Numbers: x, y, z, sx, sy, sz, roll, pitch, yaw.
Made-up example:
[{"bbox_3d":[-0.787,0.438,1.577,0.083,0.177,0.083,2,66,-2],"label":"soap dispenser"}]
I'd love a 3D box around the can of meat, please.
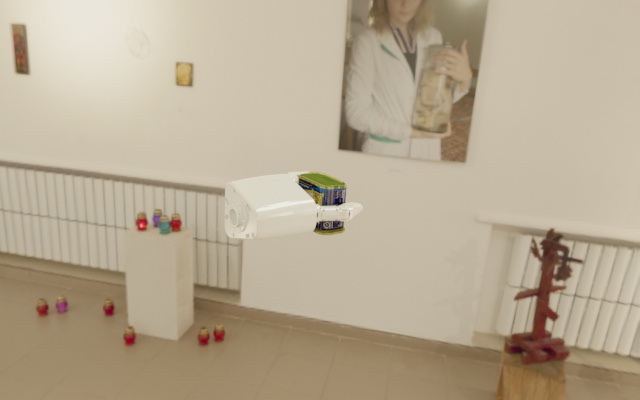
[{"bbox_3d":[0.000,0.002,0.820,0.057,0.084,0.102,-7,20,-33],"label":"can of meat"}]
